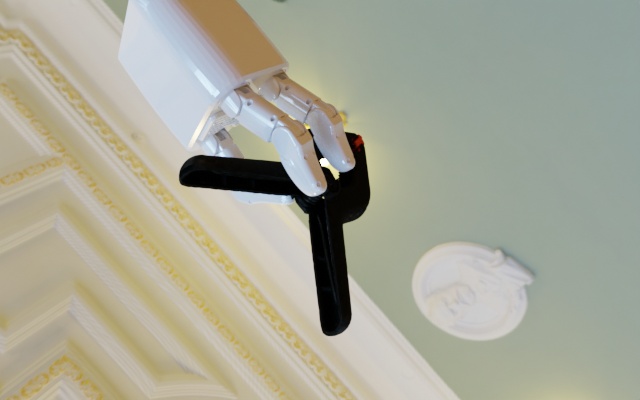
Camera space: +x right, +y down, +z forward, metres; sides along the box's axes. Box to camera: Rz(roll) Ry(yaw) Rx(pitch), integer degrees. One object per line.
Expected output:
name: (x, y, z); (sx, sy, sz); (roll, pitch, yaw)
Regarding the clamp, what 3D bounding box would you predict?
clamp: (0.000, 0.001, 0.407); (0.036, 0.164, 0.210); (-35, 3, 36)
